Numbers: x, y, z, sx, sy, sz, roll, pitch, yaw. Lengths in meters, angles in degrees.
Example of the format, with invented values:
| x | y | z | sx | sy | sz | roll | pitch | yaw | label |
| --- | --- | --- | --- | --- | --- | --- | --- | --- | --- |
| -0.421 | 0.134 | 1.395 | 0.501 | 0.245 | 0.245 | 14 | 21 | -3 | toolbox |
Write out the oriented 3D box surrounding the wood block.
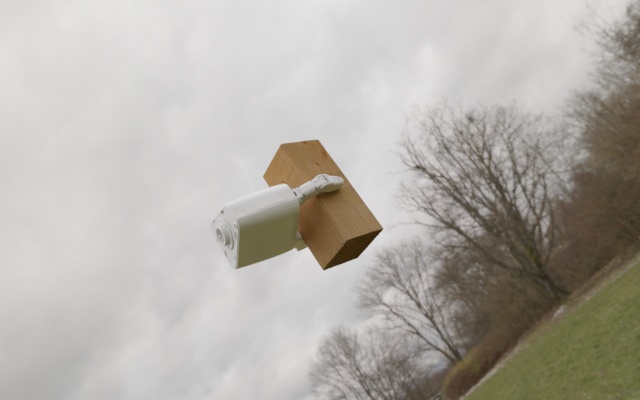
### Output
| x | y | z | sx | sy | sz | roll | pitch | yaw | label |
| --- | --- | --- | --- | --- | --- | --- | --- | --- | --- |
| 0.000 | 0.002 | 0.817 | 0.090 | 0.206 | 0.091 | -13 | -31 | -42 | wood block |
